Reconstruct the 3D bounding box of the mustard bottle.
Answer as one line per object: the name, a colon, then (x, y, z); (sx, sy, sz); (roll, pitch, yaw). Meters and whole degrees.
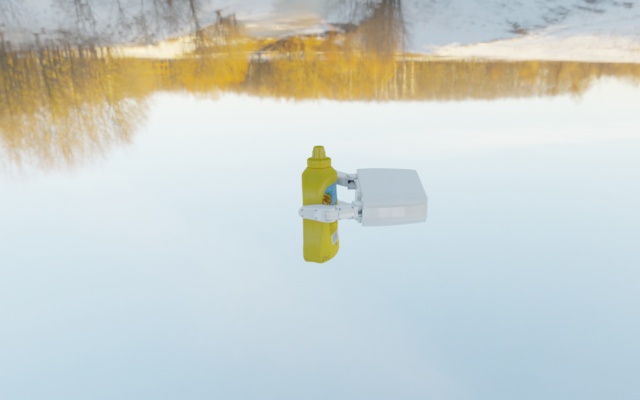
mustard bottle: (0.000, 0.003, 0.807); (0.058, 0.192, 0.096); (6, 19, 20)
